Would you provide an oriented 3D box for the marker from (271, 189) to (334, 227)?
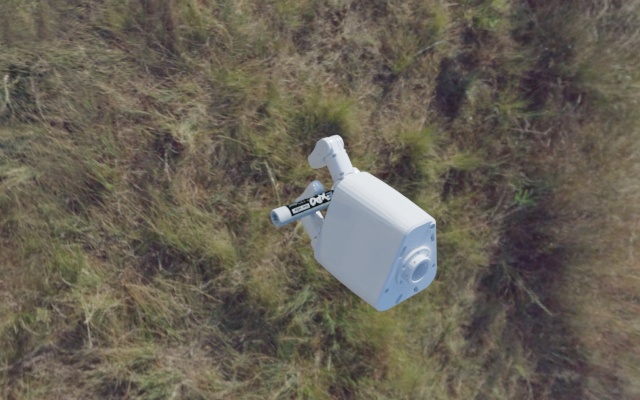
[{"bbox_3d":[0.000,0.002,0.534,0.121,0.020,0.020,-20,11,-32],"label":"marker"}]
